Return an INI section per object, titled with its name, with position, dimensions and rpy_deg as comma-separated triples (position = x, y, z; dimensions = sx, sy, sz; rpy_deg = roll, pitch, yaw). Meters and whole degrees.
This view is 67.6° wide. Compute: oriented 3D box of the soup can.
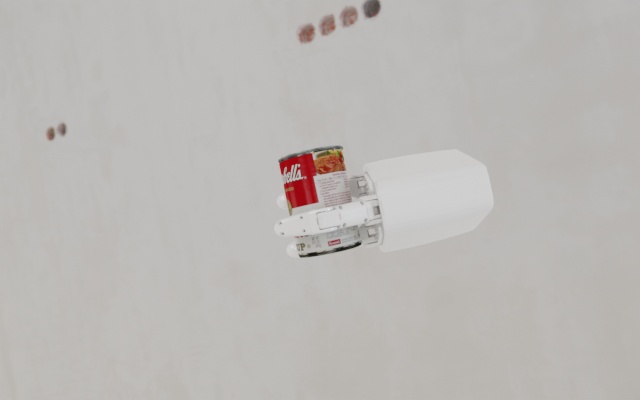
[soup can]
position = 0.000, 0.002, 0.487
dimensions = 0.068, 0.102, 0.068
rpy_deg = -12, -1, 0
